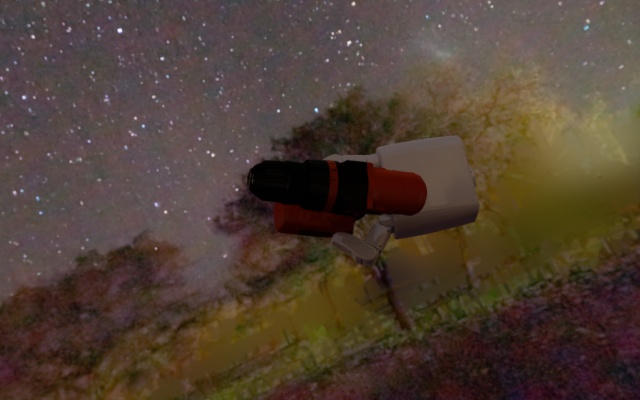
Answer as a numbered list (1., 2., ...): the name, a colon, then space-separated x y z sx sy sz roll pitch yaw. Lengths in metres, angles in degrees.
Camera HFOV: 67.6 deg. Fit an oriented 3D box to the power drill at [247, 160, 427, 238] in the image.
1. power drill: 0.000 0.002 0.541 0.184 0.057 0.188 7 -12 -15
